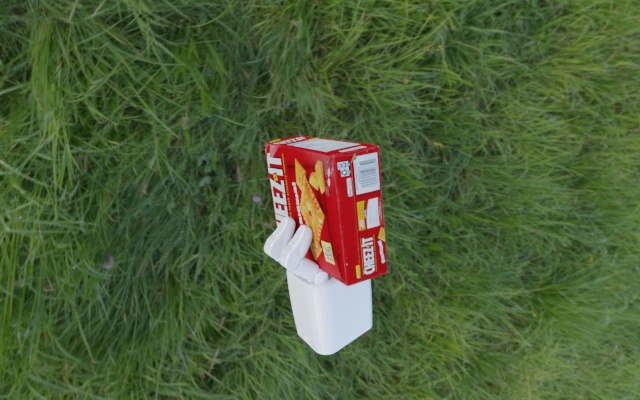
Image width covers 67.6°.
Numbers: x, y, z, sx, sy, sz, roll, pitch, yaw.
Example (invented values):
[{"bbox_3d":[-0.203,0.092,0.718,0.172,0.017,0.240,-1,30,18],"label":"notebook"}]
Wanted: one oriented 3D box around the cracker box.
[{"bbox_3d":[0.000,0.002,0.653,0.072,0.164,0.213,-13,16,-26],"label":"cracker box"}]
